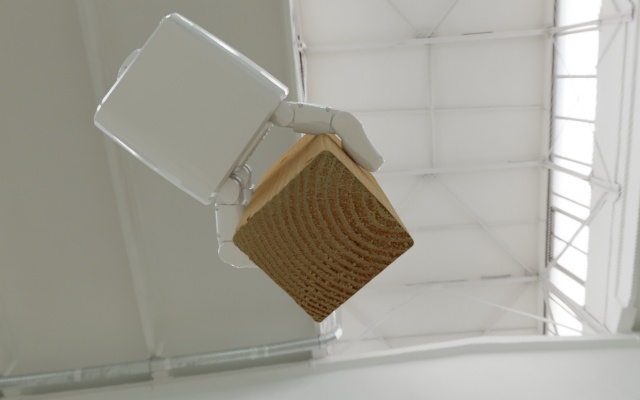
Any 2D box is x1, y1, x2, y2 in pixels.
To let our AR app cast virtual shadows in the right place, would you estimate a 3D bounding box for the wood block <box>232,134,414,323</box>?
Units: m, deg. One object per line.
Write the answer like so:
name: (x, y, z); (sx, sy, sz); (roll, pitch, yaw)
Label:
wood block: (0.000, 0.001, 0.414); (0.091, 0.090, 0.206); (-42, 12, 9)
